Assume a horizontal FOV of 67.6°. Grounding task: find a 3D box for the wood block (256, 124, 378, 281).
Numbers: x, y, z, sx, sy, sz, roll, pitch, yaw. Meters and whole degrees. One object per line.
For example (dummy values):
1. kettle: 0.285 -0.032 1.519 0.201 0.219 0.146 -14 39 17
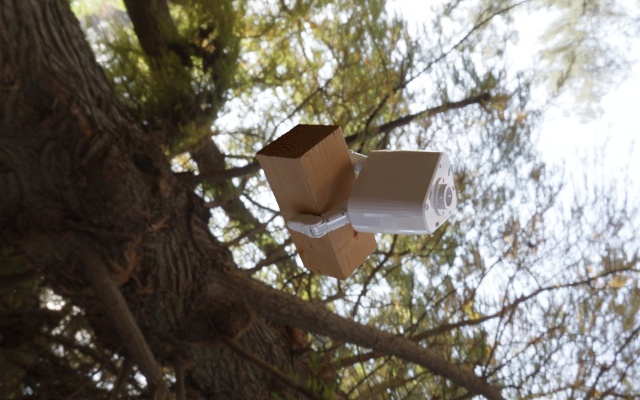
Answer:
1. wood block: 0.000 0.003 0.690 0.090 0.206 0.090 11 41 44
